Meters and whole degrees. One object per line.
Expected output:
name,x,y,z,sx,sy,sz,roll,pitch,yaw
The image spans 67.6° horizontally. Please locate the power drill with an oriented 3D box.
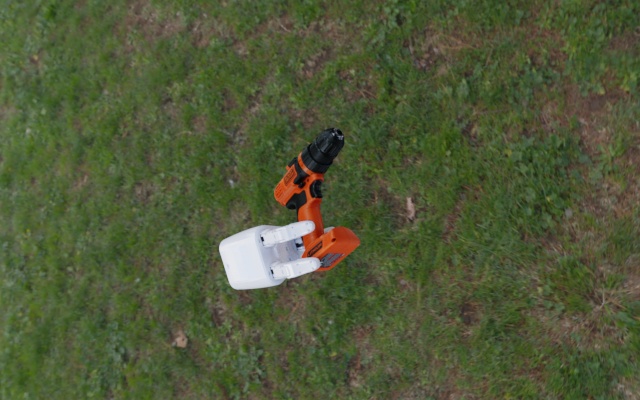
power drill,0.000,0.003,0.757,0.057,0.187,0.184,5,-36,-33
